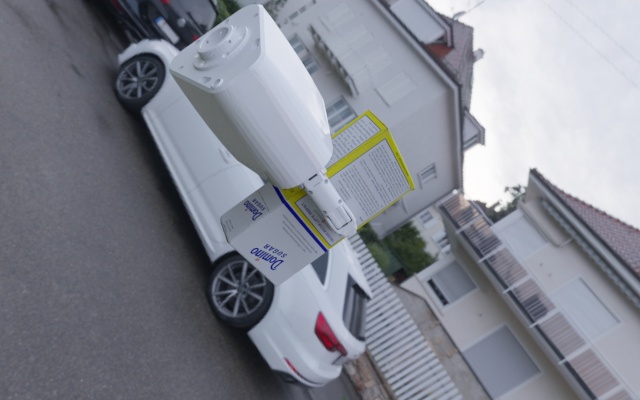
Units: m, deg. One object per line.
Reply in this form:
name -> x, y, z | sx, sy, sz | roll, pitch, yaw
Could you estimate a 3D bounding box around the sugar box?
sugar box -> 0.000, 0.001, 0.466 | 0.176, 0.048, 0.093 | -33, -46, 3
